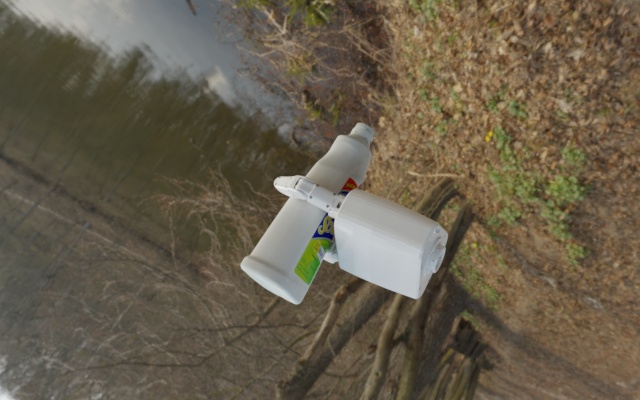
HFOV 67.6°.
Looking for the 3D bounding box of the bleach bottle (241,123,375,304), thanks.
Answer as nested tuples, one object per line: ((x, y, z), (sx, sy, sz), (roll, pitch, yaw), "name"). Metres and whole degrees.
((0.000, 0.002, 0.613), (0.068, 0.250, 0.103), (22, -19, 24), "bleach bottle")
